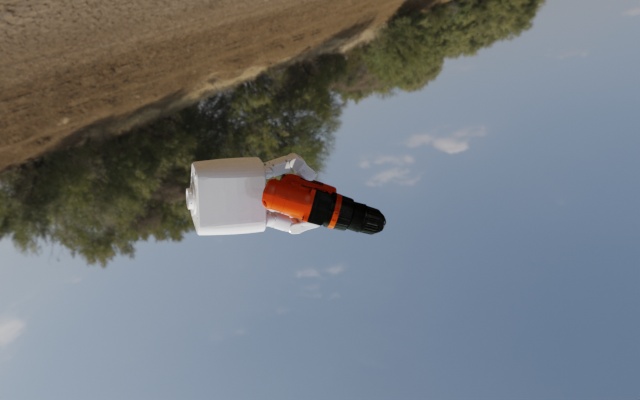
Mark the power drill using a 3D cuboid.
[{"bbox_3d":[0.000,0.002,0.759,0.184,0.057,0.187,17,3,-7],"label":"power drill"}]
